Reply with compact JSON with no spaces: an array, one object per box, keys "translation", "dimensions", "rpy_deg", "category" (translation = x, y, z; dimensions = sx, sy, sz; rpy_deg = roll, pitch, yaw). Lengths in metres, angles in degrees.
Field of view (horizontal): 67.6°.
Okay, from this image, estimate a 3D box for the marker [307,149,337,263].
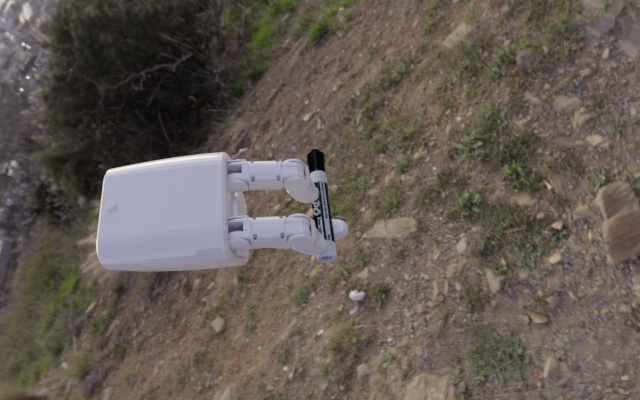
[{"translation":[0.000,0.002,0.472],"dimensions":[0.020,0.121,0.020],"rpy_deg":[-5,-27,-3],"category":"marker"}]
